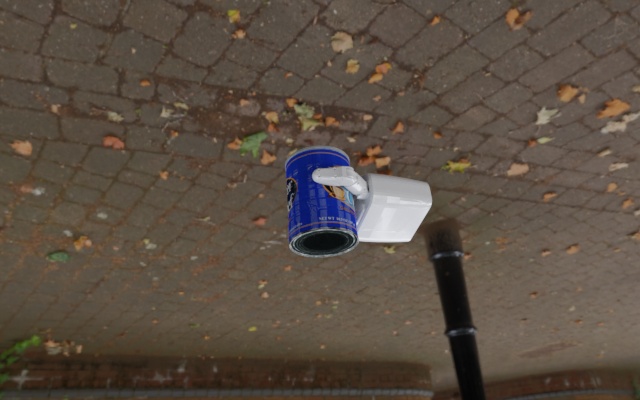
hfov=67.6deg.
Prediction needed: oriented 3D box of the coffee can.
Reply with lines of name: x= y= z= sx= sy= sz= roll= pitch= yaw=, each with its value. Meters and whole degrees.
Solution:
coffee can: x=0.000 y=0.002 z=0.725 sx=0.103 sy=0.140 sz=0.103 roll=-4 pitch=-28 yaw=-2
